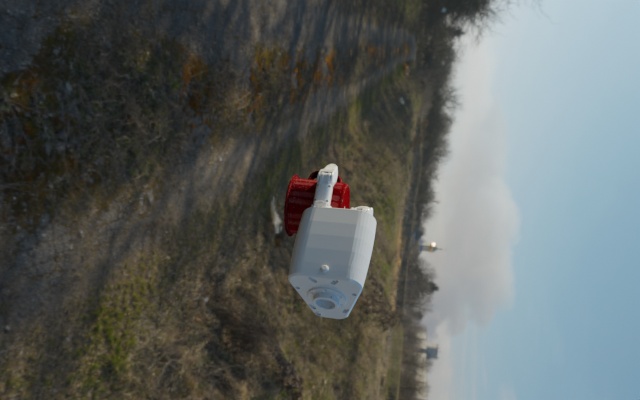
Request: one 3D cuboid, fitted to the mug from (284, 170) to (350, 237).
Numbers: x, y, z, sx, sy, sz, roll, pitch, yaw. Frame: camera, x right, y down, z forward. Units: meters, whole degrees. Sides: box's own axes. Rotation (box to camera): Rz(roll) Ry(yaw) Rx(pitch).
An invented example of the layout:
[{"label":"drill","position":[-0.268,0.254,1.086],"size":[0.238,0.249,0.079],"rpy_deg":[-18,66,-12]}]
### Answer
[{"label":"mug","position":[0.001,0.001,0.715],"size":[0.081,0.117,0.093],"rpy_deg":[6,-39,11]}]
